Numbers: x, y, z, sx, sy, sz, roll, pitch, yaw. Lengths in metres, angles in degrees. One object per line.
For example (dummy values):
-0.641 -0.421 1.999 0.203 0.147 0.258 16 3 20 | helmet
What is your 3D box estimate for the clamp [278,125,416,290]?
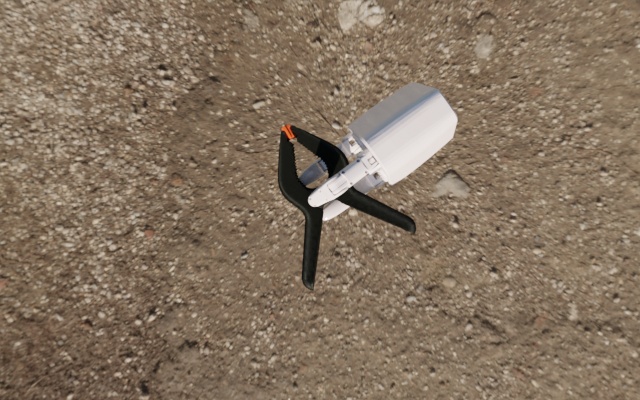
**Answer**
0.000 0.002 0.615 0.164 0.210 0.036 -37 4 2 | clamp
